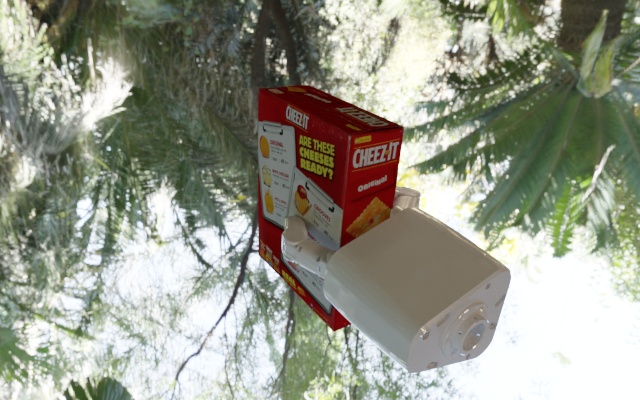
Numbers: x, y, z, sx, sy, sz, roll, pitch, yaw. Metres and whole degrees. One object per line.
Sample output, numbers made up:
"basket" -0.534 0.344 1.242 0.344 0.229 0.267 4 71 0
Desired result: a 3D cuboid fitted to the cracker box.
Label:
"cracker box" 0.000 0.002 0.509 0.072 0.214 0.164 -14 33 -32
